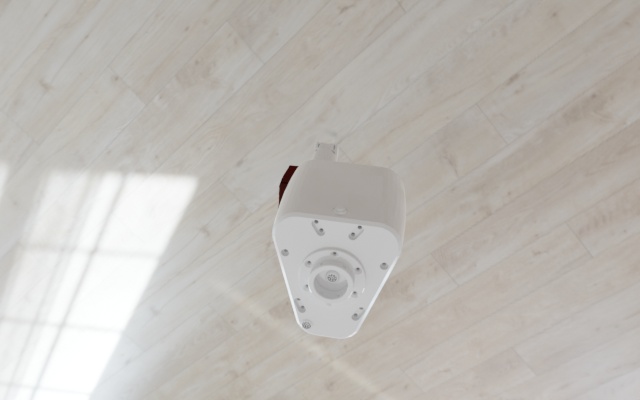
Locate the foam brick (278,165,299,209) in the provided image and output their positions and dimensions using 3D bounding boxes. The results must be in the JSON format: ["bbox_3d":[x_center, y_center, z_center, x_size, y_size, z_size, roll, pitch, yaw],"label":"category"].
[{"bbox_3d":[0.000,0.002,0.467,0.078,0.053,0.051,7,25,5],"label":"foam brick"}]
